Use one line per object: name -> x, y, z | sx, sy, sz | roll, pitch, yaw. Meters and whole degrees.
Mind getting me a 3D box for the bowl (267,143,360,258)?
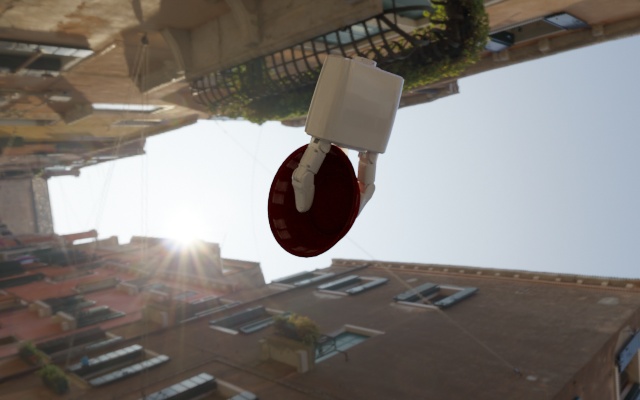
bowl -> 0.000, 0.003, 0.669 | 0.162, 0.162, 0.055 | 0, -11, 40
